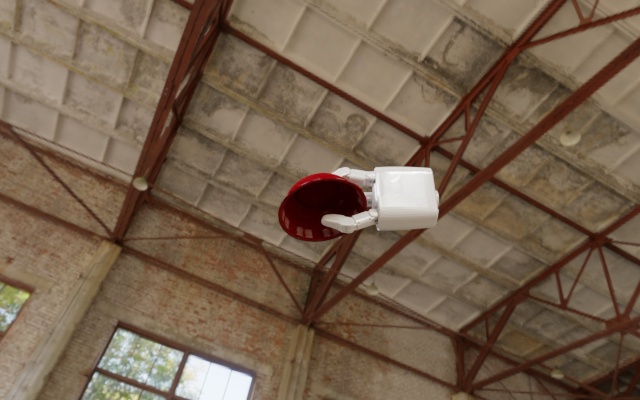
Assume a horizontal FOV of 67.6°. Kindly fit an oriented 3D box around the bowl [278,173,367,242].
[{"bbox_3d":[-0.001,0.002,0.865,0.162,0.162,0.055,-8,46,-7],"label":"bowl"}]
